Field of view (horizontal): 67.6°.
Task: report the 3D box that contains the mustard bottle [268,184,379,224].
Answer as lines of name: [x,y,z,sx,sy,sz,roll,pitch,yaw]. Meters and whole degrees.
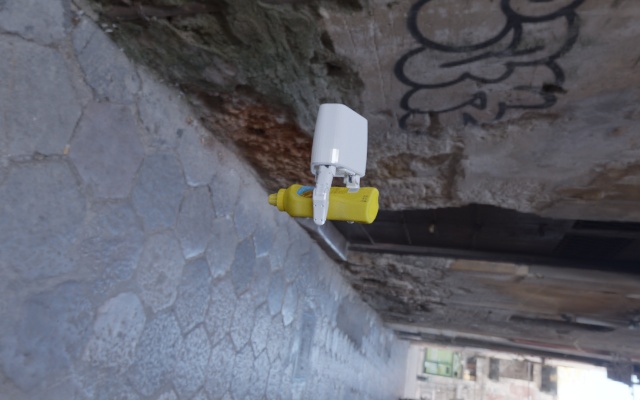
mustard bottle: [0.000,0.003,0.834,0.191,0.058,0.096,4,17,16]
